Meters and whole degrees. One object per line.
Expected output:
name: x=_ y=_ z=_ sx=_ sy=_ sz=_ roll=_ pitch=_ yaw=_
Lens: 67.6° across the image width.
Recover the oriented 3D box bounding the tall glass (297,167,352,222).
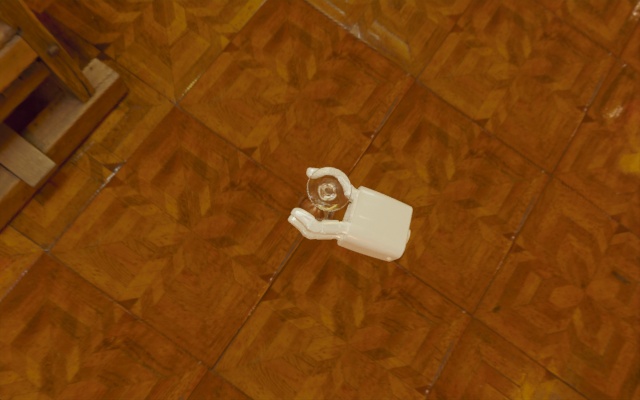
tall glass: x=0.000 y=0.003 z=0.871 sx=0.079 sy=0.079 sz=0.201 roll=0 pitch=-12 yaw=-9
